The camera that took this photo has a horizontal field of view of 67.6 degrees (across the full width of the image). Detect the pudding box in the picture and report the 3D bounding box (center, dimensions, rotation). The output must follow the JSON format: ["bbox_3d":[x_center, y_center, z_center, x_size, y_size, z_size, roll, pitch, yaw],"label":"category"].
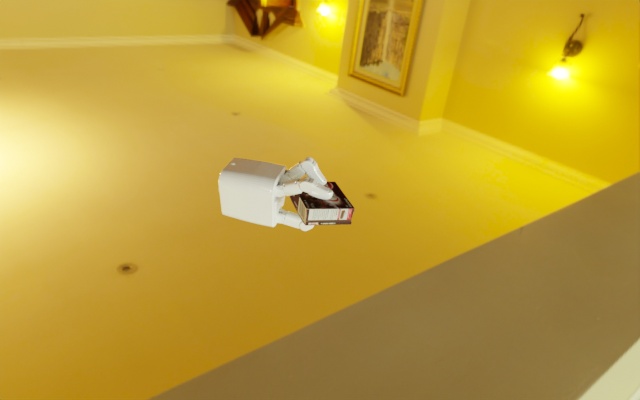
[{"bbox_3d":[0.000,0.003,0.868,0.090,0.039,0.113,-1,30,-19],"label":"pudding box"}]
